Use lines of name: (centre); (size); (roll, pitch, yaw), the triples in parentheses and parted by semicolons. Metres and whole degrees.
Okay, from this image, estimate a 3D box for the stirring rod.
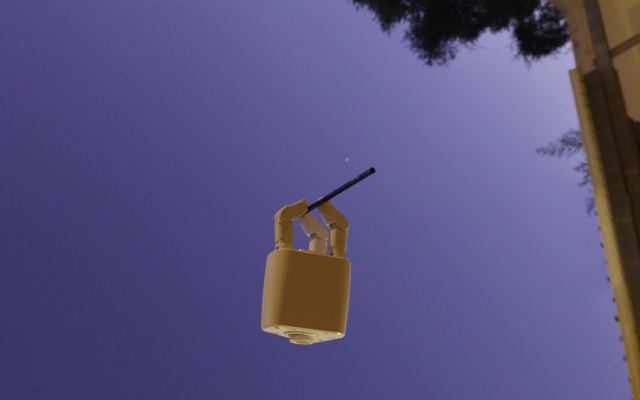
stirring rod: (0.000, 0.002, 0.687); (0.011, 0.011, 0.239); (0, -19, -35)
